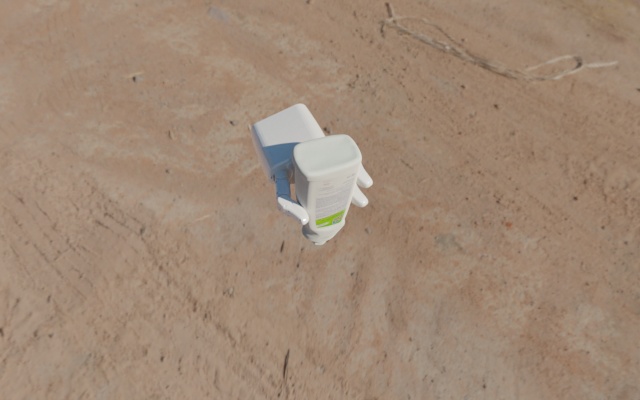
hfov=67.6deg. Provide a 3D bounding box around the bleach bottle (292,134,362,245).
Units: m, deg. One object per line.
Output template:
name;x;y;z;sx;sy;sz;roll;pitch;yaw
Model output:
bleach bottle;0.000;0.003;0.785;0.102;0.068;0.251;-16;-31;-16
